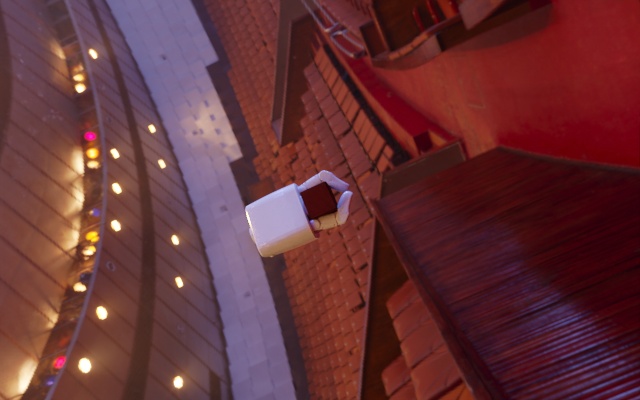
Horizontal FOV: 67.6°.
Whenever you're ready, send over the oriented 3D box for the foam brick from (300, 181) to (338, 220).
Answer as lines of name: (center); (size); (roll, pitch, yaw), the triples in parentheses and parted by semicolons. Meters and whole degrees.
foam brick: (0.000, 0.003, 0.863); (0.051, 0.053, 0.078); (-23, -7, 4)
